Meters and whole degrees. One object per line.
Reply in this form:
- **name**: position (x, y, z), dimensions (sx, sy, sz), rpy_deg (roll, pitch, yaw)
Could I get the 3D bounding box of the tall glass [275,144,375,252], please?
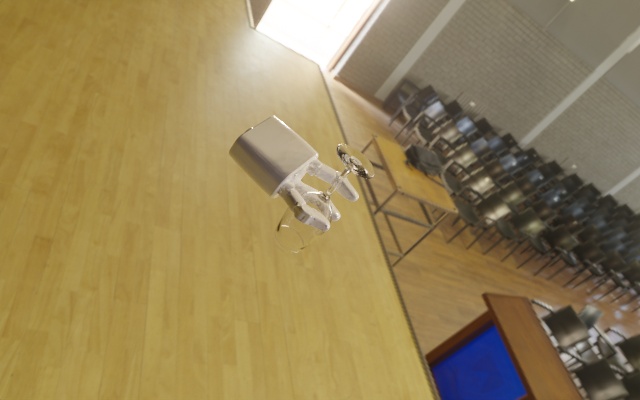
- **tall glass**: position (0.001, 0.002, 0.798), dimensions (0.079, 0.079, 0.201), rpy_deg (0, -41, -47)
